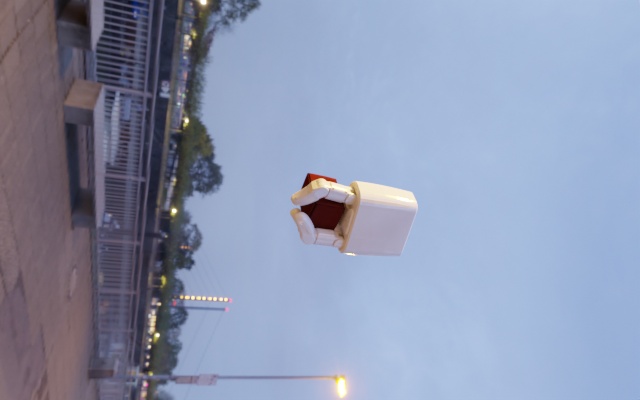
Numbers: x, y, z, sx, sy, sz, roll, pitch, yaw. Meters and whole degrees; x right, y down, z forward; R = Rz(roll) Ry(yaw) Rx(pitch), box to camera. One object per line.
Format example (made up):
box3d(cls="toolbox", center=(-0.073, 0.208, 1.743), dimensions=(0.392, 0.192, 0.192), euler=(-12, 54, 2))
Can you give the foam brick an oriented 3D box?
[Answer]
box3d(cls="foam brick", center=(0.000, 0.002, 0.771), dimensions=(0.051, 0.053, 0.078), euler=(9, 39, -20))
